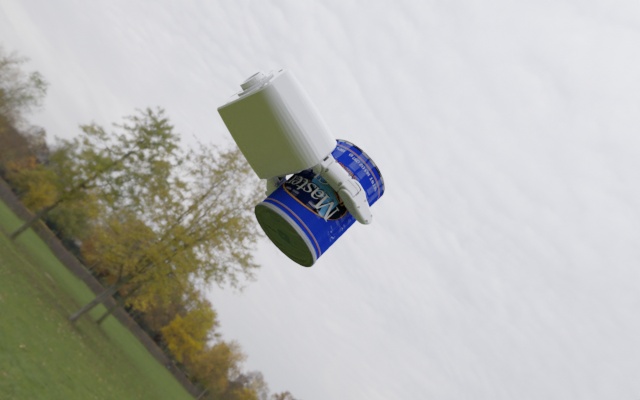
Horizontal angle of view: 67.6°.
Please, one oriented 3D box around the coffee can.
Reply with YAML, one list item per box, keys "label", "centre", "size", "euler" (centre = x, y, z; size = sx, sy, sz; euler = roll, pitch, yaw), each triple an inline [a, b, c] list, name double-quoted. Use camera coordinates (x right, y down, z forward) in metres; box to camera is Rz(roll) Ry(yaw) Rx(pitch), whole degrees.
- label: "coffee can"
  centre: [0.000, 0.002, 0.618]
  size: [0.140, 0.103, 0.103]
  euler: [-43, 20, -24]
